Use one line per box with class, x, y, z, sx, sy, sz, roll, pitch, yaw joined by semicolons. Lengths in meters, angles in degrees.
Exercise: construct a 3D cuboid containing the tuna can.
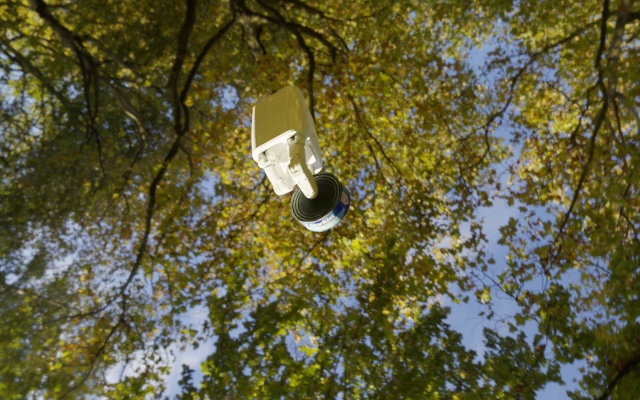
tuna can;0.000;0.003;0.708;0.086;0.086;0.034;0;-30;35
